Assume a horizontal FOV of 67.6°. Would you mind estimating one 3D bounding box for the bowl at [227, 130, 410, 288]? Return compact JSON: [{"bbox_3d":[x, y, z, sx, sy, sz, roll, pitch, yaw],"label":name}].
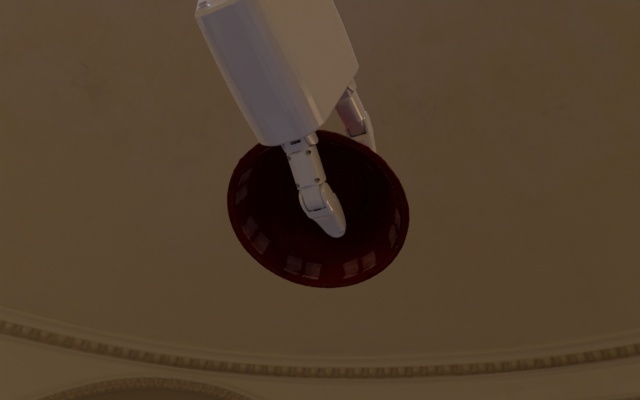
[{"bbox_3d":[0.000,0.002,0.438,0.162,0.162,0.055,0,30,12],"label":"bowl"}]
